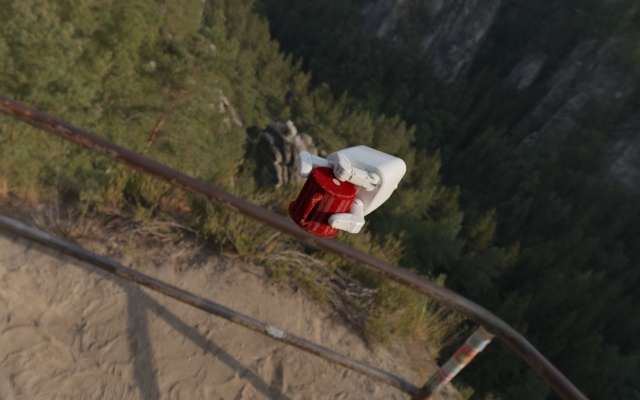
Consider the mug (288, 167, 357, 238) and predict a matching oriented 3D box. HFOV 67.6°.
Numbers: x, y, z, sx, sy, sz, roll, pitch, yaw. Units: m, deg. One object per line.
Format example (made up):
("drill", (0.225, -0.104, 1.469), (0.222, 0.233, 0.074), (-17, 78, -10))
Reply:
("mug", (-0.001, 0.003, 0.762), (0.093, 0.081, 0.117), (38, 31, 15))
